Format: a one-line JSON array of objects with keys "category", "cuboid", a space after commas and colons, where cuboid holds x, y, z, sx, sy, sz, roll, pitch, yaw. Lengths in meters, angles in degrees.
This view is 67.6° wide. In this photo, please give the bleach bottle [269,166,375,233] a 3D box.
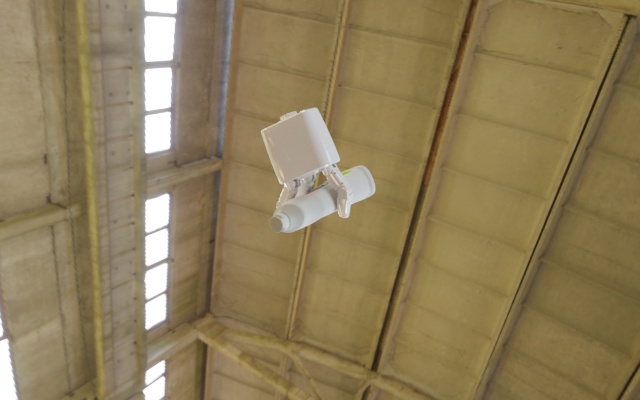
[{"category": "bleach bottle", "cuboid": [0.000, 0.003, 0.885, 0.102, 0.068, 0.250, -21, 4, 37]}]
